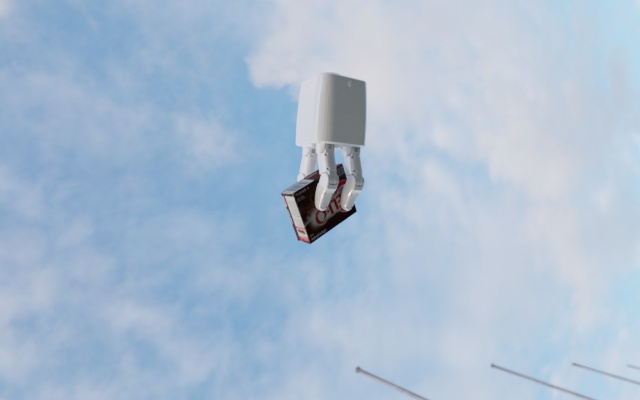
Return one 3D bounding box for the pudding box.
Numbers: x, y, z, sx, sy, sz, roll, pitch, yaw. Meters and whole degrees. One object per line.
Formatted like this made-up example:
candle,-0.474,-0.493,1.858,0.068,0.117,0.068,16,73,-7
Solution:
pudding box,0.000,0.002,0.763,0.113,0.090,0.039,-32,24,-31
